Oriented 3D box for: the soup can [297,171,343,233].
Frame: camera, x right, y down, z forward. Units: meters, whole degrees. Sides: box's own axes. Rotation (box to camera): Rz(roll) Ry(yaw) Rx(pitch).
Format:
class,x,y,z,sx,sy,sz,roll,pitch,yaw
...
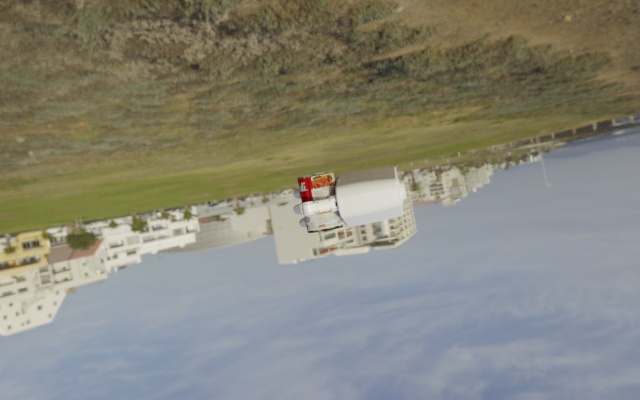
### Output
class,x,y,z,sx,sy,sz,roll,pitch,yaw
soup can,0.000,0.003,0.861,0.068,0.102,0.068,-11,1,0
